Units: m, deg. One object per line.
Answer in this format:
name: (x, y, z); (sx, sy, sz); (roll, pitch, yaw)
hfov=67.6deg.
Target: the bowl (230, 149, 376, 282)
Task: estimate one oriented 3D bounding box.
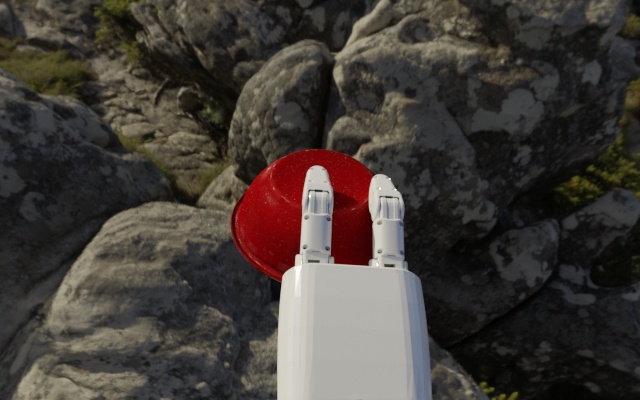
bowl: (0.000, 0.000, 0.432); (0.162, 0.055, 0.162); (4, 40, -3)
